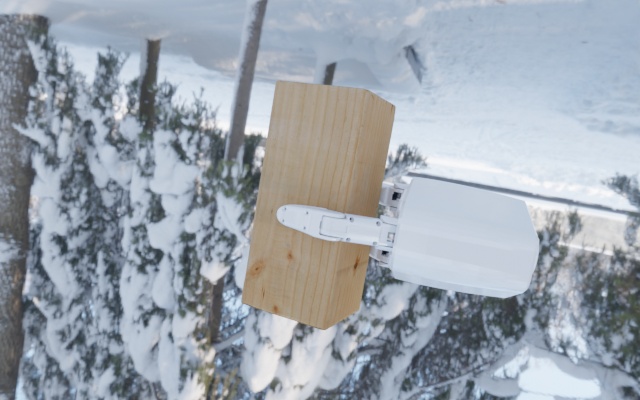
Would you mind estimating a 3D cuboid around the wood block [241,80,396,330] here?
[{"bbox_3d":[0.000,0.002,0.453,0.090,0.206,0.091,12,5,25],"label":"wood block"}]
